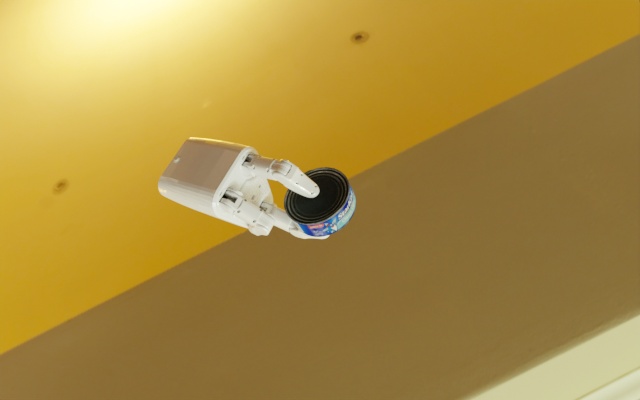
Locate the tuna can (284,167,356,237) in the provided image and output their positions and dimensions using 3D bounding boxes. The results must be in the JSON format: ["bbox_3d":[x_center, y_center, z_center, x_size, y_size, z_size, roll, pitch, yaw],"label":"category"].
[{"bbox_3d":[0.000,0.002,0.593,0.086,0.086,0.034,0,-35,25],"label":"tuna can"}]
